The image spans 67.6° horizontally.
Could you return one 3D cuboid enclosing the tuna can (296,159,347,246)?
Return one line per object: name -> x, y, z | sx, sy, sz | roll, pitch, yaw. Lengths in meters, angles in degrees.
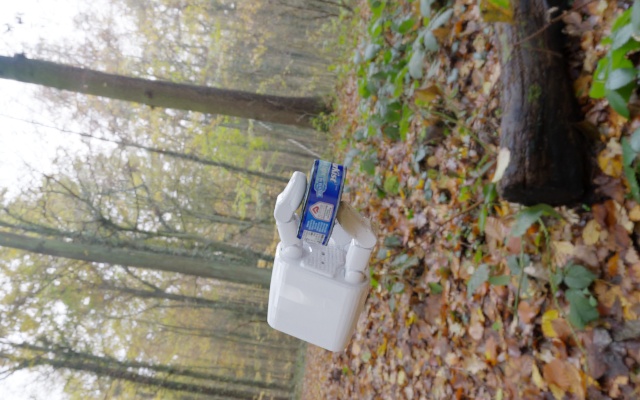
tuna can -> 0.000, 0.001, 0.492 | 0.034, 0.086, 0.086 | 14, -1, -3
